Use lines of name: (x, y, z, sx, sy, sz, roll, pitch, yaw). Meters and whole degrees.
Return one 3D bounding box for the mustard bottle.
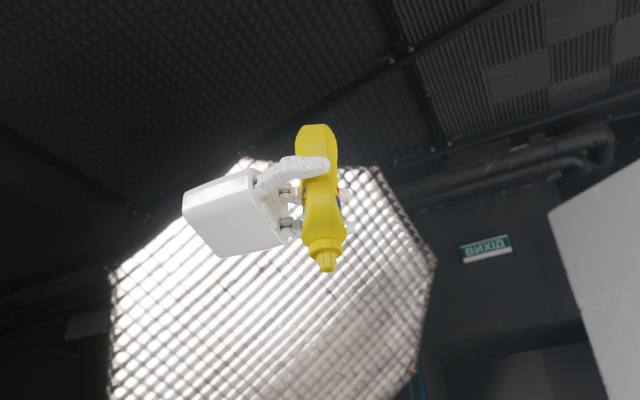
mustard bottle: (0.000, 0.002, 0.617, 0.058, 0.191, 0.096, -4, -31, -2)
